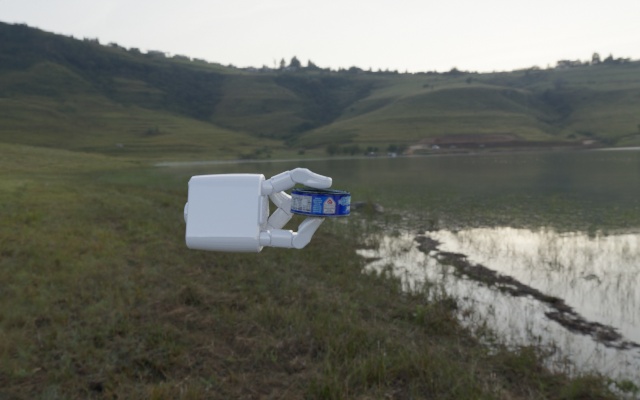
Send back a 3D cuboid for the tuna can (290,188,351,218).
[{"bbox_3d":[0.000,0.002,0.680,0.086,0.034,0.086,4,5,0],"label":"tuna can"}]
